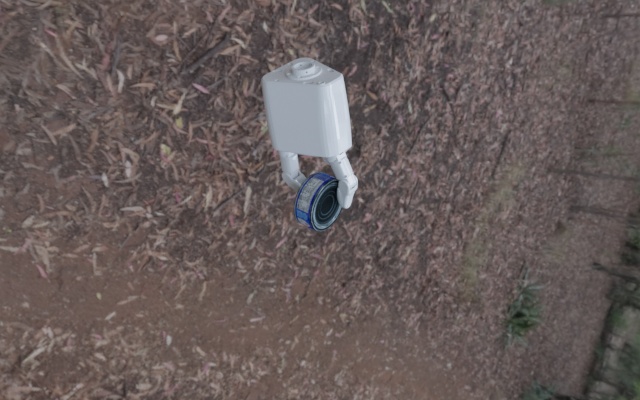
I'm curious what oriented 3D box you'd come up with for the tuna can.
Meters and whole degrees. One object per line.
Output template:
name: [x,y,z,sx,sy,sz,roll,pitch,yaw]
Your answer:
tuna can: [0.001,0.003,0.718,0.033,0.086,0.086,24,13,32]
